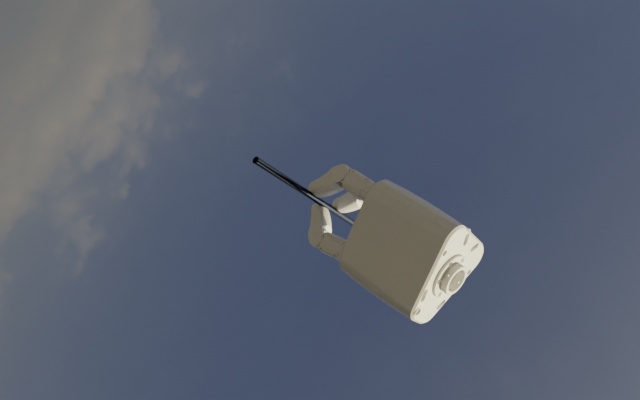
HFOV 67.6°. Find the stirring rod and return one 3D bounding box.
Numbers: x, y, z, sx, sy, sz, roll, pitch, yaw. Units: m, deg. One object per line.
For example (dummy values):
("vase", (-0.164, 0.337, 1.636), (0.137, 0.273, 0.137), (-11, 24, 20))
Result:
("stirring rod", (0.000, 0.002, 0.578), (0.011, 0.011, 0.240), (0, -21, 36))
